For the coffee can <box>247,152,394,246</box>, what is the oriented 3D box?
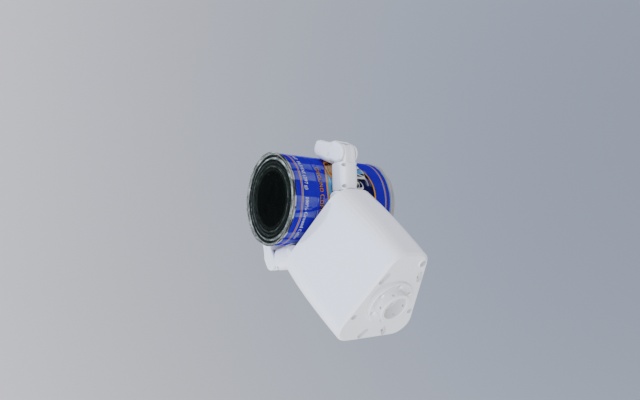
[{"bbox_3d":[0.000,0.002,0.555,0.140,0.103,0.103,4,-2,-36],"label":"coffee can"}]
